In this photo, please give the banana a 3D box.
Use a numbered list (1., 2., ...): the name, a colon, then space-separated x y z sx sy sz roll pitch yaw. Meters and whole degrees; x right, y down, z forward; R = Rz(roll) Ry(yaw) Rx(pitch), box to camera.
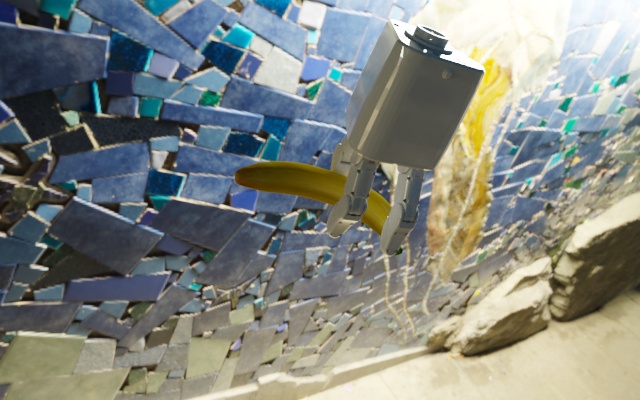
1. banana: 0.006 -0.007 0.527 0.198 0.037 0.069 23 33 -4
